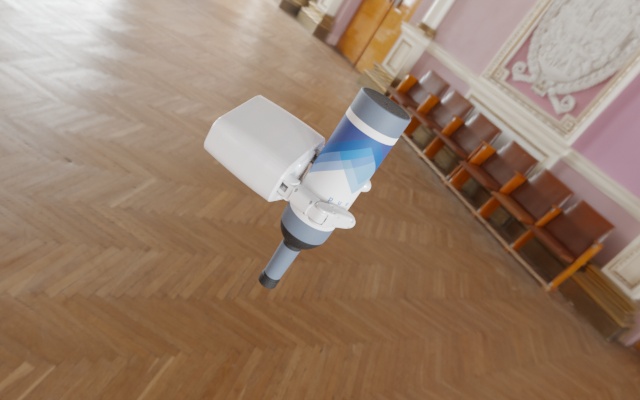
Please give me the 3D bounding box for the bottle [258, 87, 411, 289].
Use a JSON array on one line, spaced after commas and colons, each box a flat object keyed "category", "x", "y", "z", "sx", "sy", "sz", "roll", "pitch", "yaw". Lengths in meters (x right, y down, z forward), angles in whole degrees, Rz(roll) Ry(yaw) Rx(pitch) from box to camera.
[{"category": "bottle", "x": 0.000, "y": 0.002, "z": 0.596, "sx": 0.069, "sy": 0.296, "sz": 0.069, "roll": 27, "pitch": 26, "yaw": -14}]
